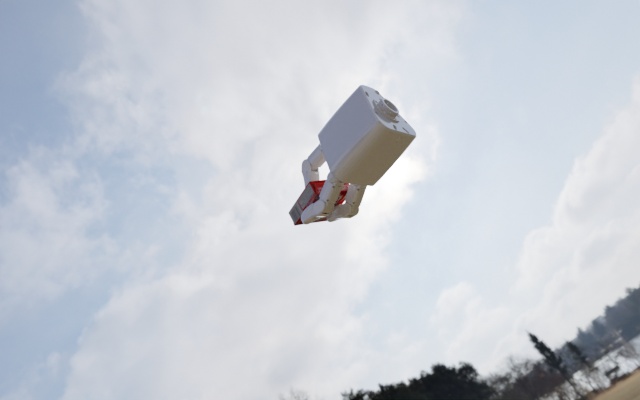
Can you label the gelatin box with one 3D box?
[{"bbox_3d":[0.000,0.002,0.768,0.073,0.030,0.089,-7,-32,-36],"label":"gelatin box"}]
